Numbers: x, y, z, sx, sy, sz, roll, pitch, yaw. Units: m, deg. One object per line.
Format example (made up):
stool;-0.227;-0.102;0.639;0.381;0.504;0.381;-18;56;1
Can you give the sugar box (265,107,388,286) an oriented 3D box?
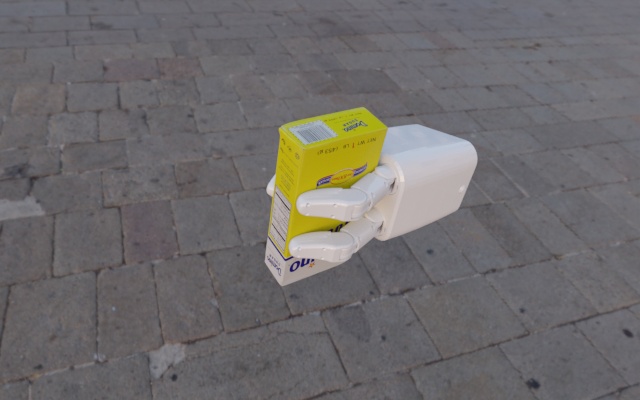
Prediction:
sugar box;0.001;0.002;0.467;0.093;0.176;0.048;-17;46;-28
